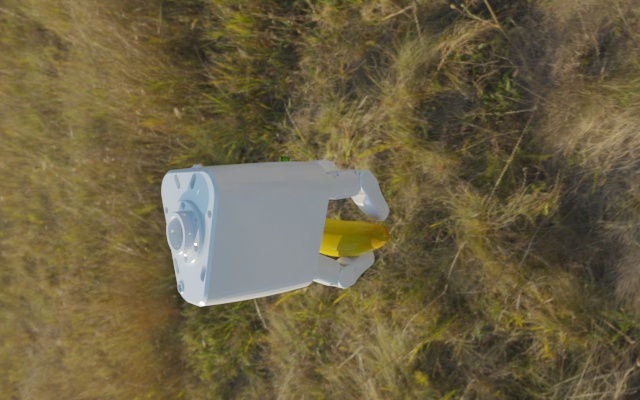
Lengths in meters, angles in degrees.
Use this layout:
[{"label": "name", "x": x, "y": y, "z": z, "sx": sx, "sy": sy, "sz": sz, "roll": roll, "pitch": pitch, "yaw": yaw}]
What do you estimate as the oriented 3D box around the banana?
[{"label": "banana", "x": -0.007, "y": 0.017, "z": 0.510, "sx": 0.037, "sy": 0.070, "sz": 0.197, "roll": 1, "pitch": 25, "yaw": -40}]
